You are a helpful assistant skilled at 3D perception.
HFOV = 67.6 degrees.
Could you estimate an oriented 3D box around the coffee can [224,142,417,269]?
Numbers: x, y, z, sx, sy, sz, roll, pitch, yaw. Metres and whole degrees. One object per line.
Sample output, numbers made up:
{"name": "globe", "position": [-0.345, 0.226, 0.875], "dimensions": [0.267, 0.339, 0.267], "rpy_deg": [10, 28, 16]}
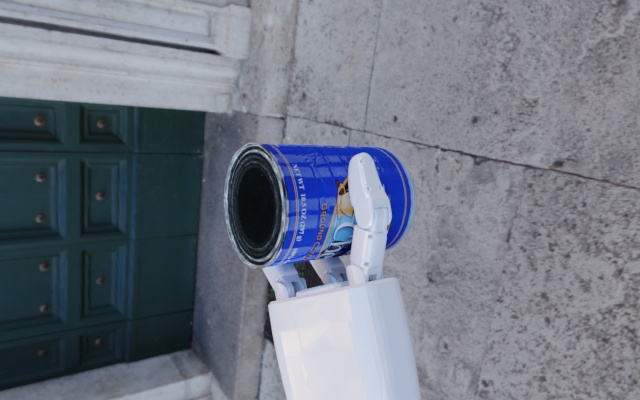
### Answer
{"name": "coffee can", "position": [0.000, 0.001, 0.426], "dimensions": [0.140, 0.103, 0.103], "rpy_deg": [-3, 2, -37]}
